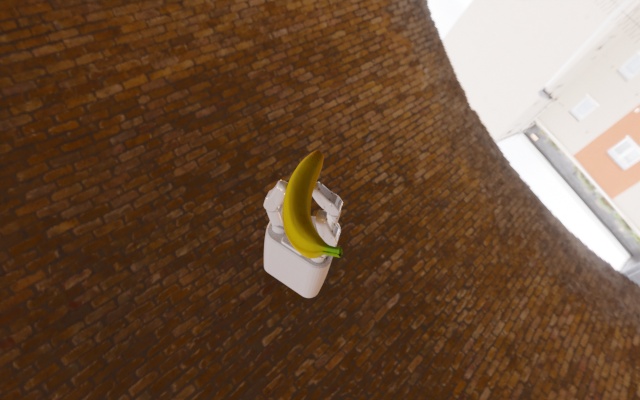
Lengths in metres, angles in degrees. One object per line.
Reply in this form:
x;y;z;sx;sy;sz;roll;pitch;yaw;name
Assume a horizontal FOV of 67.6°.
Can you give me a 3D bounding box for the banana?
-0.018;0.008;0.642;0.069;0.197;0.037;-10;-43;-1;banana
